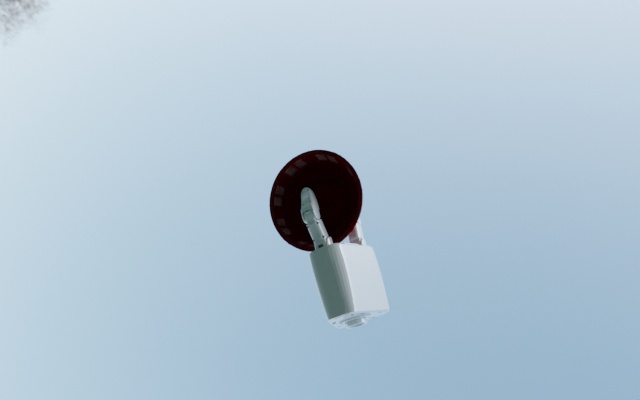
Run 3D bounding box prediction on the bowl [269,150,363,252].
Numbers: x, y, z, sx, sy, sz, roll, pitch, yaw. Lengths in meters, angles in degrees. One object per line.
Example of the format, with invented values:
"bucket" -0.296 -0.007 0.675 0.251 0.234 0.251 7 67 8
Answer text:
"bowl" 0.000 0.001 0.770 0.162 0.162 0.055 0 -7 25
